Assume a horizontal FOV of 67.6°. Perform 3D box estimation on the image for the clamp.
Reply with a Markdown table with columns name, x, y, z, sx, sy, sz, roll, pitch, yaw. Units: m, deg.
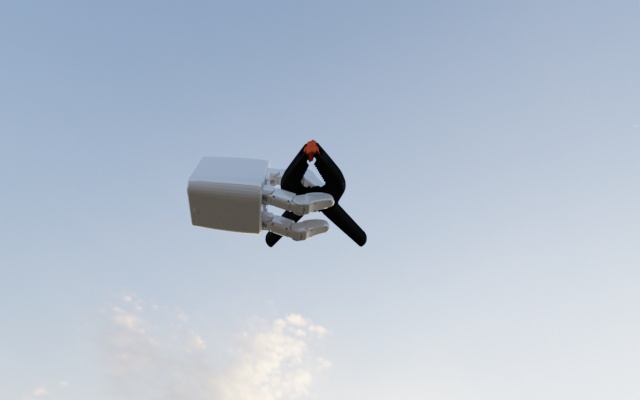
| name | x | y | z | sx | sy | sz | roll | pitch | yaw |
| --- | --- | --- | --- | --- | --- | --- | --- | --- | --- |
| clamp | 0.000 | 0.001 | 0.719 | 0.164 | 0.210 | 0.036 | 4 | 44 | -4 |
